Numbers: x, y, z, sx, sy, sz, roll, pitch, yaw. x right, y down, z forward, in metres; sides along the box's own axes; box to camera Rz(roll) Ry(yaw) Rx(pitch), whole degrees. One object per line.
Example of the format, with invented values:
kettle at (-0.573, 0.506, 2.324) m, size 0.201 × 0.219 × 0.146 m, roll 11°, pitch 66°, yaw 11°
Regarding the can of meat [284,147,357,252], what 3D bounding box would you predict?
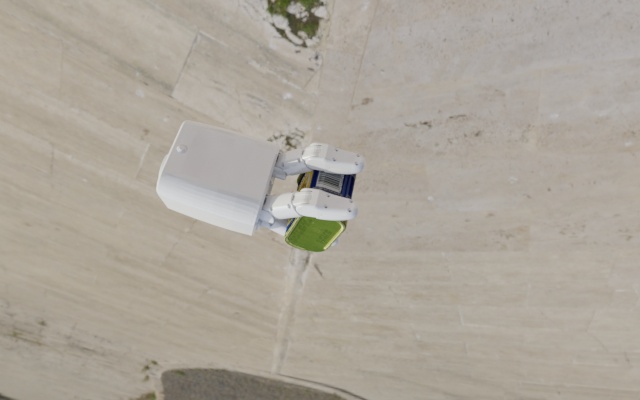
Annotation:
can of meat at (0.000, 0.002, 0.534) m, size 0.057 × 0.084 × 0.102 m, roll 19°, pitch -31°, yaw -9°
